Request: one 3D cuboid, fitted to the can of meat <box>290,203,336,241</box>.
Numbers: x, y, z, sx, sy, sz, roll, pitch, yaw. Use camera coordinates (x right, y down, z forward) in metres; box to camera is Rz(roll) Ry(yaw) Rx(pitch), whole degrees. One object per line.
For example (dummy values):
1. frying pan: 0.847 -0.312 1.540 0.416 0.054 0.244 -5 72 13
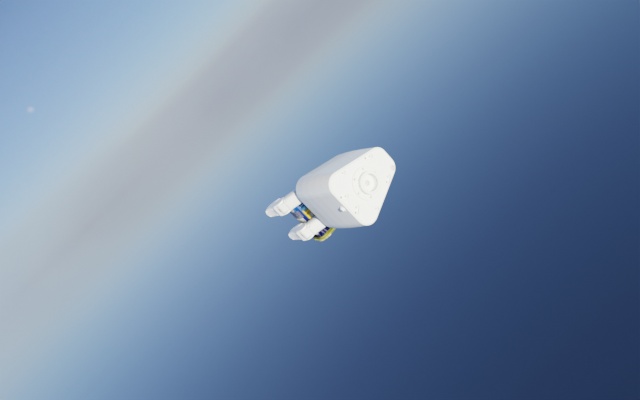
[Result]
1. can of meat: 0.000 0.002 0.803 0.084 0.102 0.057 46 -17 -17
